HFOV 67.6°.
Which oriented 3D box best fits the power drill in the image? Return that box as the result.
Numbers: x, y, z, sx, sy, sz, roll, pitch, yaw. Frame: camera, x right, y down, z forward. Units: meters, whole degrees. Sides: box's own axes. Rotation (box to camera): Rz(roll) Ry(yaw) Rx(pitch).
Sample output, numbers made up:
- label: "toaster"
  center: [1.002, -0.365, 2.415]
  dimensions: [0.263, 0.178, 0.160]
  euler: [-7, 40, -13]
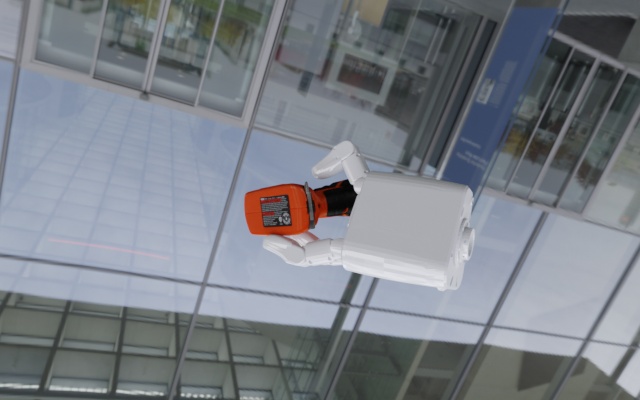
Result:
- label: "power drill"
  center: [0.000, 0.002, 0.606]
  dimensions: [0.187, 0.057, 0.184]
  euler: [-11, 1, -43]
